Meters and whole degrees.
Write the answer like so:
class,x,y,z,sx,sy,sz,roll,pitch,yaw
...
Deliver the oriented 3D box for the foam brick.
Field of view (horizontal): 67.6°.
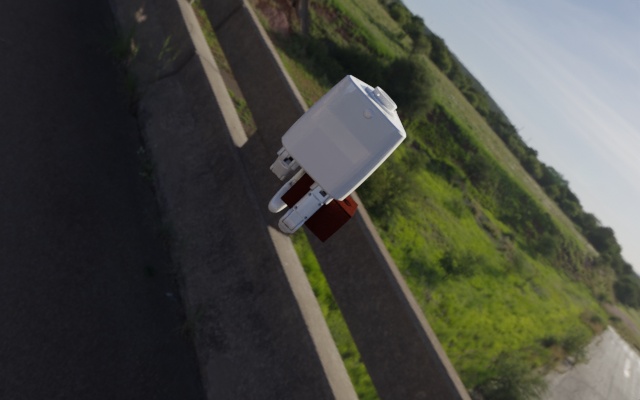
class,x,y,z,sx,sy,sz,roll,pitch,yaw
foam brick,0.000,0.002,0.587,0.051,0.078,0.053,-43,3,20
